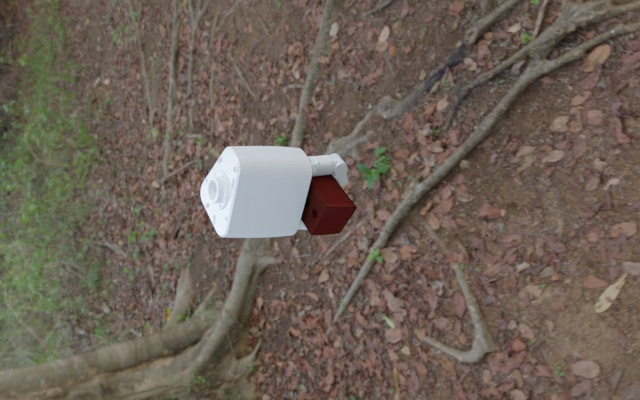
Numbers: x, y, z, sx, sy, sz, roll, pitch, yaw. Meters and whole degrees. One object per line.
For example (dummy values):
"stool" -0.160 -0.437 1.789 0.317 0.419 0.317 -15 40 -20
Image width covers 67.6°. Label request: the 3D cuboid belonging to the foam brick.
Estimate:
"foam brick" 0.000 0.002 0.644 0.051 0.053 0.078 -1 43 -38
